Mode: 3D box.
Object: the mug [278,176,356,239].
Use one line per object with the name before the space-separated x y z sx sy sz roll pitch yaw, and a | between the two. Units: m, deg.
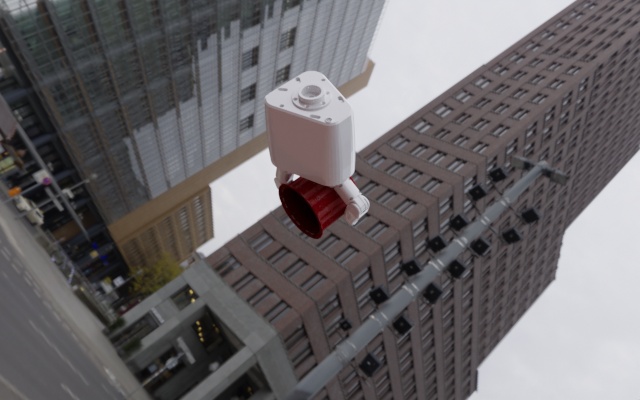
mug | 0.000 0.003 0.696 0.081 0.117 0.093 -37 58 -25
